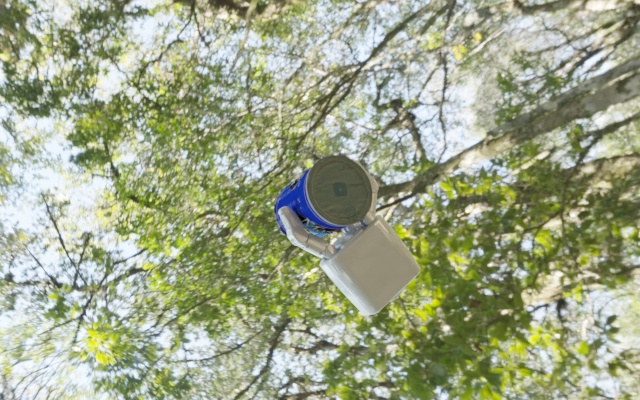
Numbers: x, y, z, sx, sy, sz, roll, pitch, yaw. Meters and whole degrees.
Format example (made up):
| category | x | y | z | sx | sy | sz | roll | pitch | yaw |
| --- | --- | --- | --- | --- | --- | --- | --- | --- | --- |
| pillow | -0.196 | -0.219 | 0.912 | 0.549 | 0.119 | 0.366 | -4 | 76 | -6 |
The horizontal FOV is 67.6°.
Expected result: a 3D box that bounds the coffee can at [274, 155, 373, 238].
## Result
| category | x | y | z | sx | sy | sz | roll | pitch | yaw |
| --- | --- | --- | --- | --- | --- | --- | --- | --- | --- |
| coffee can | 0.000 | 0.002 | 0.726 | 0.103 | 0.102 | 0.140 | 0 | -15 | -25 |
